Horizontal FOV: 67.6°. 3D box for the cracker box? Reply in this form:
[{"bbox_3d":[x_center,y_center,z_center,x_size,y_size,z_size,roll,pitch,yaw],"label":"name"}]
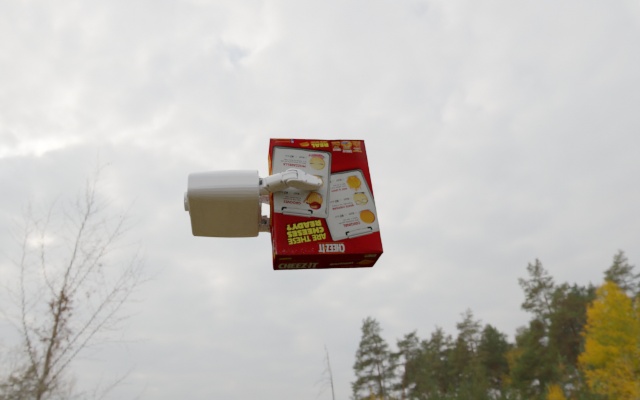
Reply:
[{"bbox_3d":[0.000,0.002,0.772,0.164,0.213,0.072,0,-30,-10],"label":"cracker box"}]
